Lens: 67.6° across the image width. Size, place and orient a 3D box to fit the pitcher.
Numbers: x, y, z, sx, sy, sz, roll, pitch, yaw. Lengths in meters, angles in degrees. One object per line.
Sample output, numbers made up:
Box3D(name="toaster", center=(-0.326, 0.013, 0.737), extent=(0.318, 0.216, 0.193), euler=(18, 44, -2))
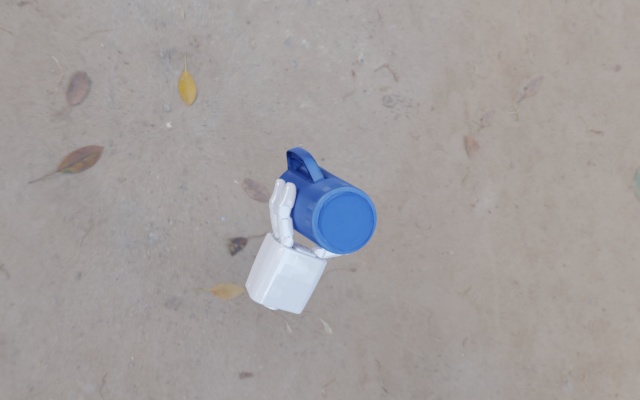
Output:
Box3D(name="pitcher", center=(0.000, 0.003, 0.831), extent=(0.149, 0.145, 0.243), euler=(25, 1, -20))
